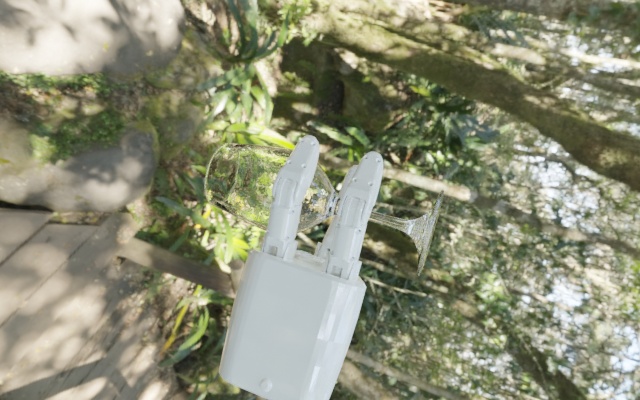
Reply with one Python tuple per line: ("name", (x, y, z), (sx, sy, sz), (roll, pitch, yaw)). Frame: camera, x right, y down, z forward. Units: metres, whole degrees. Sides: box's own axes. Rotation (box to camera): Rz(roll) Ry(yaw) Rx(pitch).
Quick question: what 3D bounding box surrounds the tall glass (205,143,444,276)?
("tall glass", (0.001, 0.001, 0.423), (0.201, 0.079, 0.079), (16, 4, 15))
